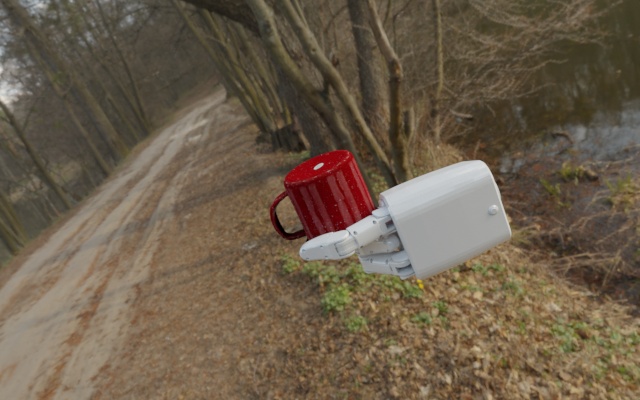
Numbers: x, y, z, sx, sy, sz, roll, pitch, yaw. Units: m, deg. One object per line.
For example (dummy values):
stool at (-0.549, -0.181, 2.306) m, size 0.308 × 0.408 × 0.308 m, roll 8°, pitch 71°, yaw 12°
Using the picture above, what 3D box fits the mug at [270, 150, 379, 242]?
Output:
mug at (-0.001, 0.002, 0.525) m, size 0.117 × 0.081 × 0.093 m, roll -23°, pitch 19°, yaw 4°
